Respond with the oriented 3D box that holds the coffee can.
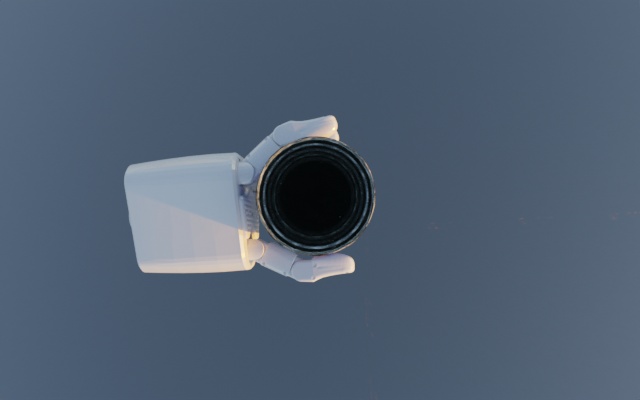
[{"bbox_3d":[0.000,0.002,0.473,0.103,0.103,0.140,0,-5,4],"label":"coffee can"}]
